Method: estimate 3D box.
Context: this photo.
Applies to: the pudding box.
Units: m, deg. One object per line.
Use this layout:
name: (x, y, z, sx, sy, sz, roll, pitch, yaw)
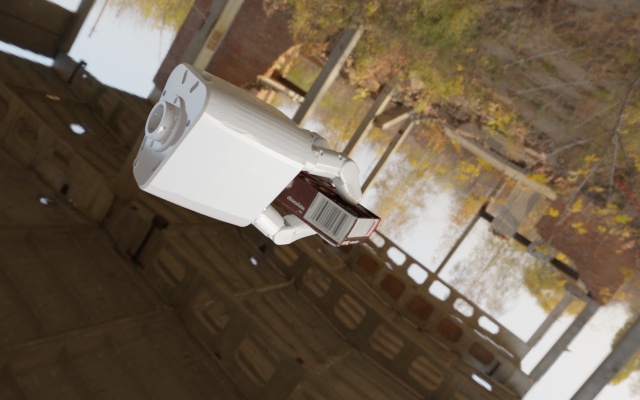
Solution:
pudding box: (0.000, 0.002, 0.504, 0.113, 0.039, 0.090, 38, 12, 19)
